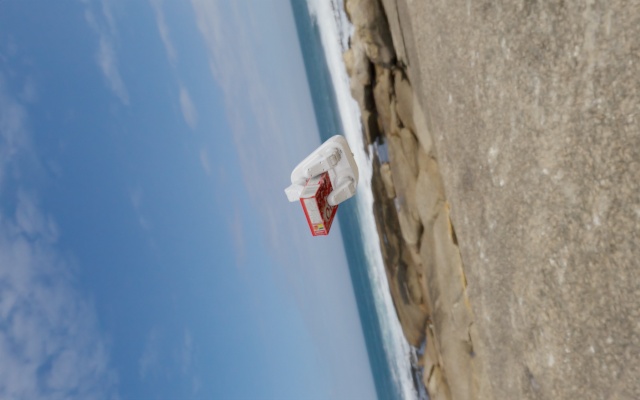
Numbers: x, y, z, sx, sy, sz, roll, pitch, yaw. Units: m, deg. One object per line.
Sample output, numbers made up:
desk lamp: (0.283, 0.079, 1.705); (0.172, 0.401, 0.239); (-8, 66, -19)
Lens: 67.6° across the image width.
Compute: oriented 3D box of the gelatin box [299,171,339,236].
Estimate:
gelatin box: (0.000, 0.003, 0.764); (0.030, 0.073, 0.089); (-7, 29, 20)
